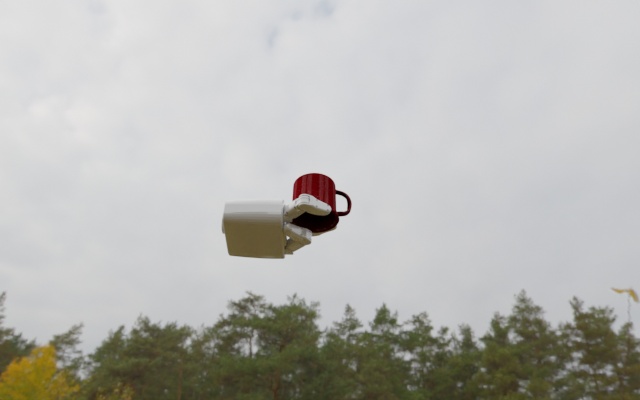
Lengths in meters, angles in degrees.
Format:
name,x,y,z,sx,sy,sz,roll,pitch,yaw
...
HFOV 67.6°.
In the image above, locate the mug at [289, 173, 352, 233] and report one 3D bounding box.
name,x,y,z,sx,sy,sz,roll,pitch,yaw
mug,0.002,0.003,0.890,0.117,0.081,0.093,1,-35,-1
